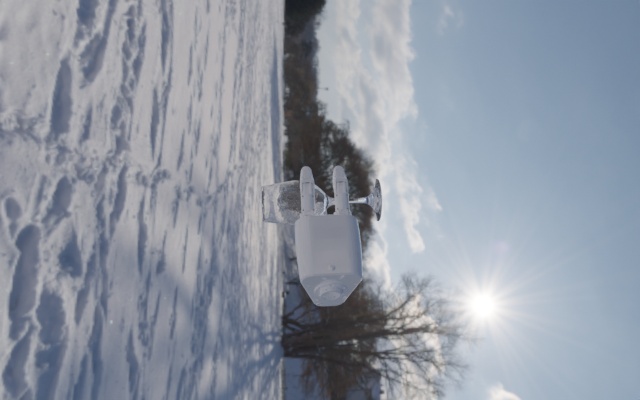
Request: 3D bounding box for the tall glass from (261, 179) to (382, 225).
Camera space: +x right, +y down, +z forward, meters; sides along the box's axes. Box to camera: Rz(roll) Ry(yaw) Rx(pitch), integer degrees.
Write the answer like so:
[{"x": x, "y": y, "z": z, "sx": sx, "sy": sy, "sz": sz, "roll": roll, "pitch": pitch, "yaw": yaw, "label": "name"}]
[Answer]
[{"x": 0.001, "y": 0.003, "z": 0.819, "sx": 0.201, "sy": 0.079, "sz": 0.079, "roll": -2, "pitch": 0, "yaw": -4, "label": "tall glass"}]
